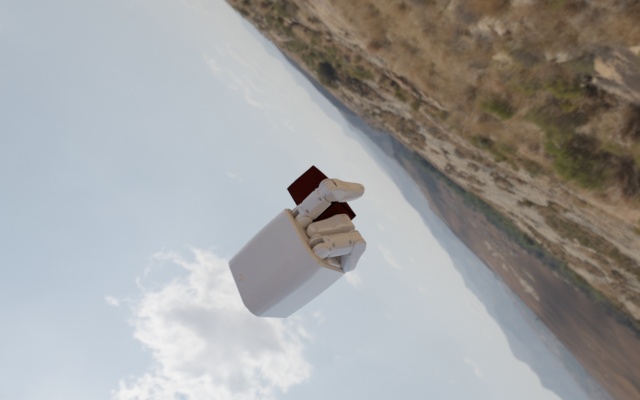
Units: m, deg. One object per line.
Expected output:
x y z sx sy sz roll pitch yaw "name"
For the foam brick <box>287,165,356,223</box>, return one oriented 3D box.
0.000 0.002 0.635 0.053 0.051 0.078 40 13 -47 "foam brick"
